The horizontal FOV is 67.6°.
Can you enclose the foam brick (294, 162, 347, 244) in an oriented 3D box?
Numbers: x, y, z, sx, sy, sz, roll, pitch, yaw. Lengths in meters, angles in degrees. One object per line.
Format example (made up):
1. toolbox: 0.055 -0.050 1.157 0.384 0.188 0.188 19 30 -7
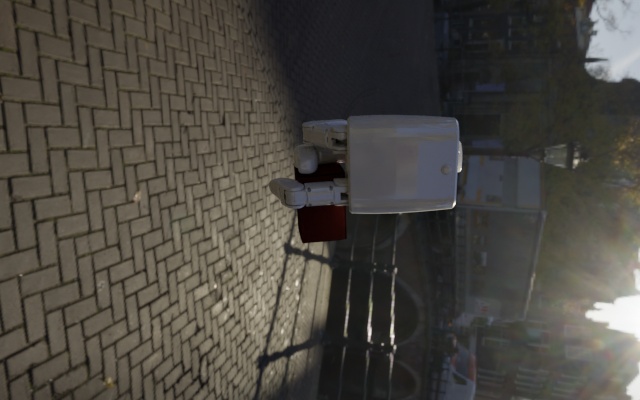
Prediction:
1. foam brick: 0.000 0.002 0.530 0.051 0.078 0.053 -5 19 -6
